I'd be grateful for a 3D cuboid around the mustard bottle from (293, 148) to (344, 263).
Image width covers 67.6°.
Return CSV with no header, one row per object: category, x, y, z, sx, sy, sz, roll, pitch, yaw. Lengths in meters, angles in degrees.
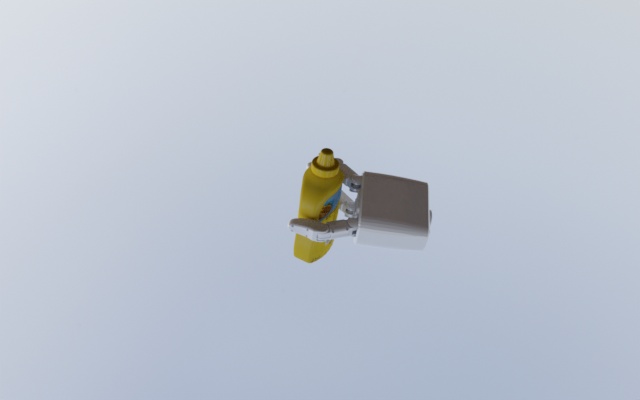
mustard bottle,0.000,0.003,0.737,0.058,0.192,0.096,24,43,17
